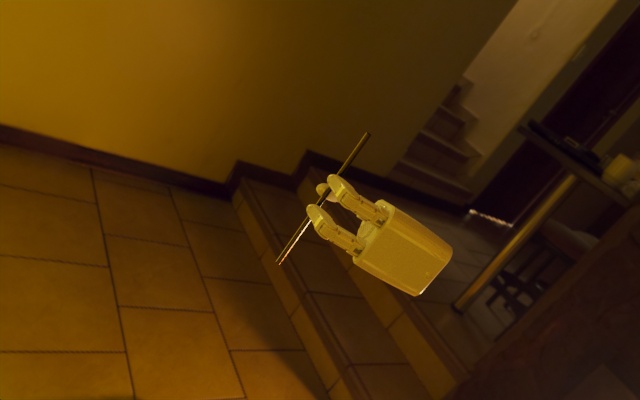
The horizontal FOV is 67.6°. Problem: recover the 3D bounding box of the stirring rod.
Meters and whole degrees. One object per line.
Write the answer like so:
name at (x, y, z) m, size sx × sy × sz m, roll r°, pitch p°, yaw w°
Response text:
stirring rod at (0.000, 0.002, 0.685) m, size 0.011 × 0.239 × 0.011 m, roll 30°, pitch 21°, yaw -13°
